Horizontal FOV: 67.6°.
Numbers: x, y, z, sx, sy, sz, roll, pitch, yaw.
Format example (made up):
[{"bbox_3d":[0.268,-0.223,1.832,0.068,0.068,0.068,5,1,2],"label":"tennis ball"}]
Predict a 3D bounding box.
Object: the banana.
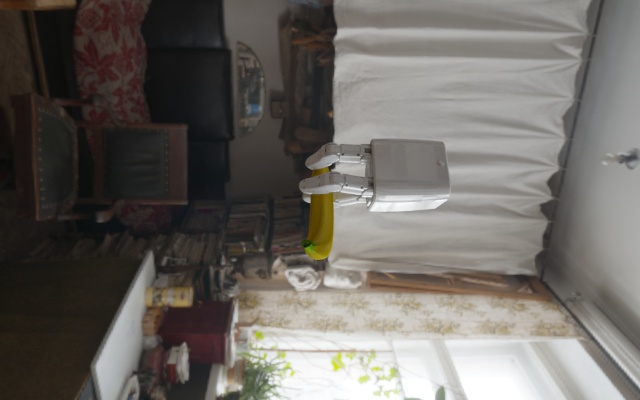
[{"bbox_3d":[0.001,0.019,0.679,0.037,0.070,0.197,0,38,4],"label":"banana"}]
